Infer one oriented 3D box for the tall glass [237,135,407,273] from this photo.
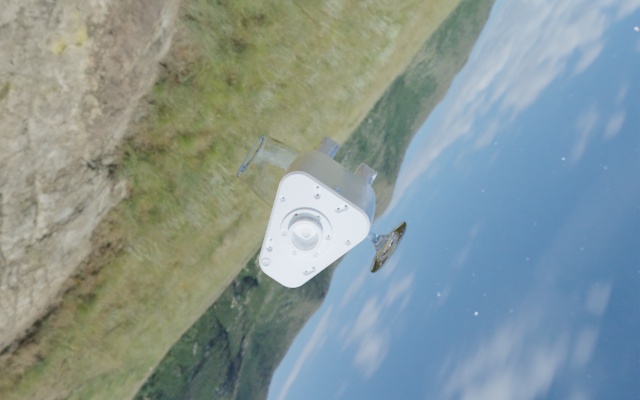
[{"bbox_3d":[0.001,0.002,0.573,0.201,0.079,0.079,34,-2,-3],"label":"tall glass"}]
